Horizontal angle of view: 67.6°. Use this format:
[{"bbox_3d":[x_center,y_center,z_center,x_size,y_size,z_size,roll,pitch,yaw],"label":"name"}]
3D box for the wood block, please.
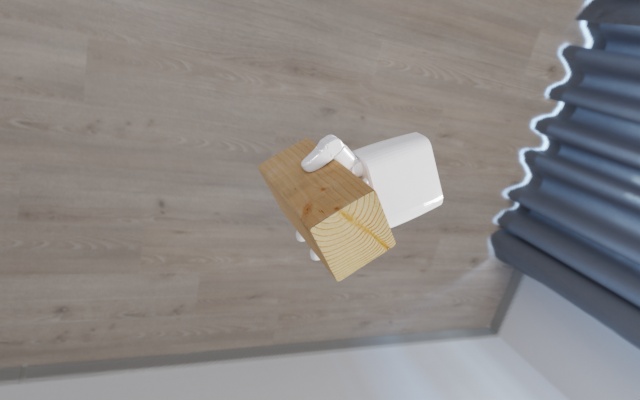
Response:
[{"bbox_3d":[0.000,0.002,0.641,0.090,0.091,0.206,-31,33,-9],"label":"wood block"}]
